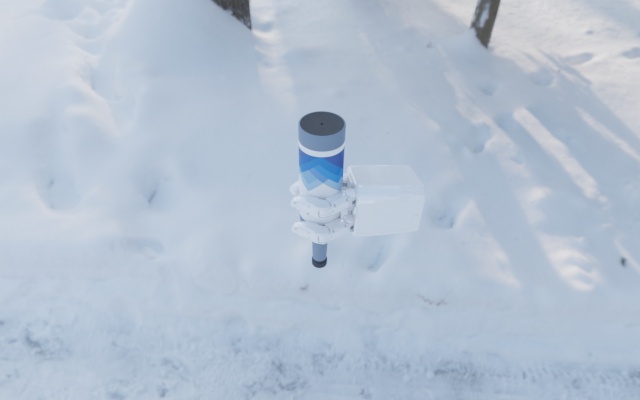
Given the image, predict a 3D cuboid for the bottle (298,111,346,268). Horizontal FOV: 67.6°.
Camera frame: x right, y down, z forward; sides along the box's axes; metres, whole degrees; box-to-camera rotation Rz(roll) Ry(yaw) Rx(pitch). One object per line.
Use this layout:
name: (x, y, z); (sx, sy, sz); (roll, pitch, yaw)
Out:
bottle: (0.000, 0.002, 0.760); (0.069, 0.296, 0.069); (1, 42, -1)
